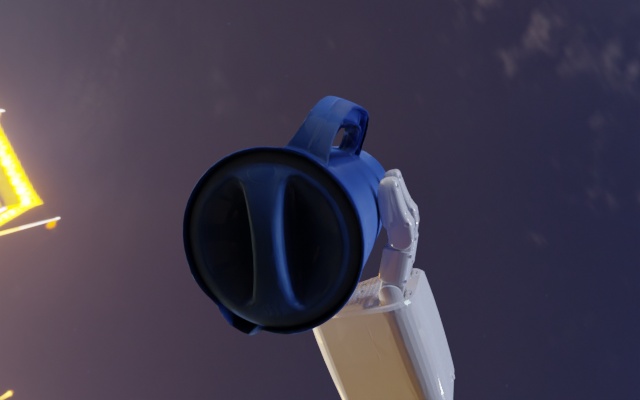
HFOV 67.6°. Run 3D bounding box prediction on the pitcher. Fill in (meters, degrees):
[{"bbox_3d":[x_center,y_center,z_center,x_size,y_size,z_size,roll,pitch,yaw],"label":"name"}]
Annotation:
[{"bbox_3d":[0.000,0.002,0.431,0.149,0.145,0.243,-22,3,18],"label":"pitcher"}]
